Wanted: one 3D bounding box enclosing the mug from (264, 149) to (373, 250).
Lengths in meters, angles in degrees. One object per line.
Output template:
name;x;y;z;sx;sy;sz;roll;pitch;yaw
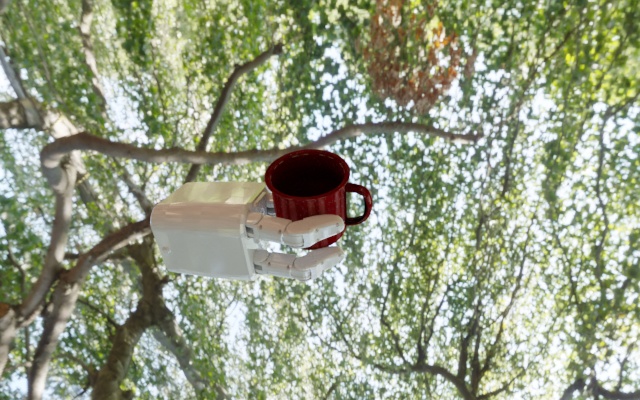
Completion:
mug;0.002;0.002;0.537;0.117;0.082;0.093;4;40;10
